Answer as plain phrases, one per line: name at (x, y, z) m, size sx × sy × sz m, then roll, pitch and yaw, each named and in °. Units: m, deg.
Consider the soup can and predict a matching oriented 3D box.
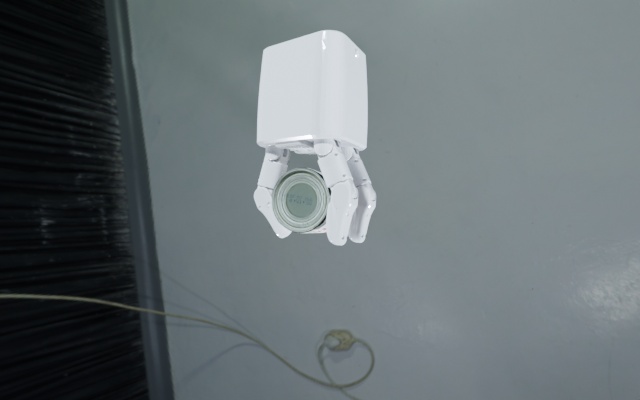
soup can at (0.000, 0.002, 0.520) m, size 0.068 × 0.068 × 0.102 m, roll 0°, pitch -3°, yaw 24°
